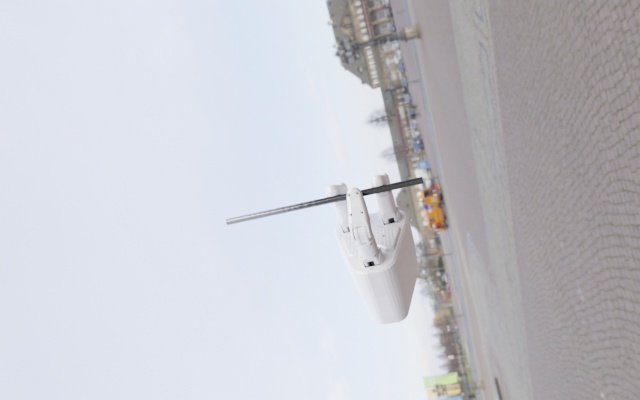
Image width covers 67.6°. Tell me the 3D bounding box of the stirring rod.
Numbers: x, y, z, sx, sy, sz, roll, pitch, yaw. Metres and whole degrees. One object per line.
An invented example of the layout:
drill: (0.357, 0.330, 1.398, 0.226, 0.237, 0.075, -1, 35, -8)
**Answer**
stirring rod: (0.000, 0.002, 0.561, 0.239, 0.011, 0.011, -12, -3, 12)
